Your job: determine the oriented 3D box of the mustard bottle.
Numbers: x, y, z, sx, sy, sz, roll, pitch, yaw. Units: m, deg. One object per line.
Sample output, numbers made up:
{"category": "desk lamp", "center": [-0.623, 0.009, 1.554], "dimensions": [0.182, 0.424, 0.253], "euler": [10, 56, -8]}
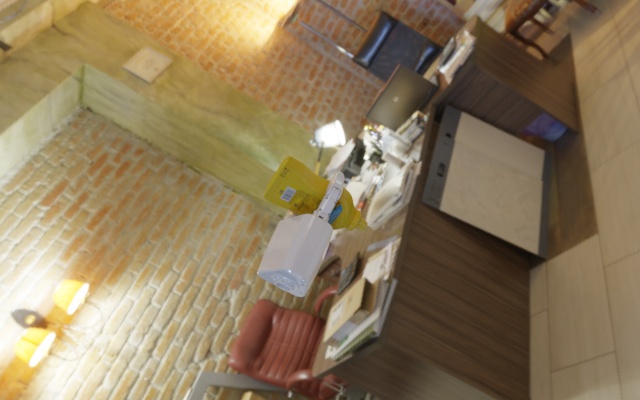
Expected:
{"category": "mustard bottle", "center": [0.000, 0.002, 0.861], "dimensions": [0.191, 0.096, 0.058], "euler": [29, 39, -10]}
